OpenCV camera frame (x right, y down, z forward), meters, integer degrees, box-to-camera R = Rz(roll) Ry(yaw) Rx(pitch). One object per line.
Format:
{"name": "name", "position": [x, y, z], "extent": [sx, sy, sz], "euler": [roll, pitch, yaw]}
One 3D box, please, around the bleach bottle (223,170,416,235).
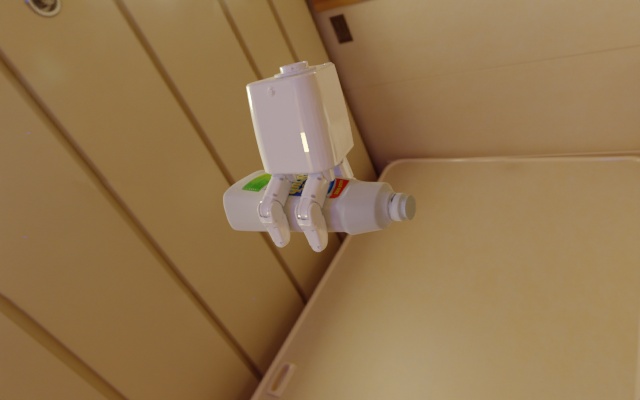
{"name": "bleach bottle", "position": [0.000, 0.002, 0.593], "extent": [0.251, 0.068, 0.102], "euler": [1, 24, 36]}
